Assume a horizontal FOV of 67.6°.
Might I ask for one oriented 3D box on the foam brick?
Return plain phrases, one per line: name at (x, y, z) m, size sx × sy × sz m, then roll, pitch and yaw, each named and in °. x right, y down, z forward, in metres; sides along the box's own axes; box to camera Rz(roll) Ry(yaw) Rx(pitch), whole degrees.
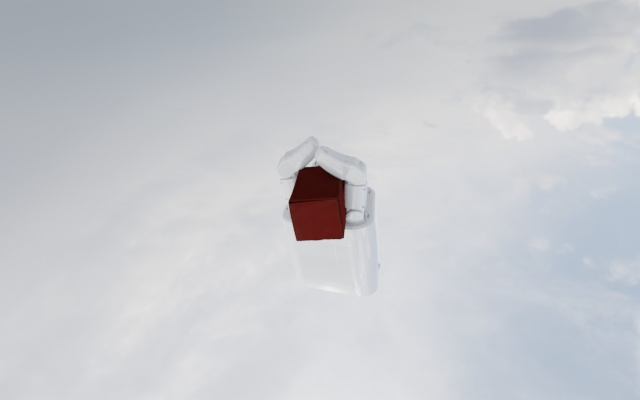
foam brick at (0.000, 0.002, 0.516) m, size 0.053 × 0.051 × 0.078 m, roll -3°, pitch 30°, yaw 10°
